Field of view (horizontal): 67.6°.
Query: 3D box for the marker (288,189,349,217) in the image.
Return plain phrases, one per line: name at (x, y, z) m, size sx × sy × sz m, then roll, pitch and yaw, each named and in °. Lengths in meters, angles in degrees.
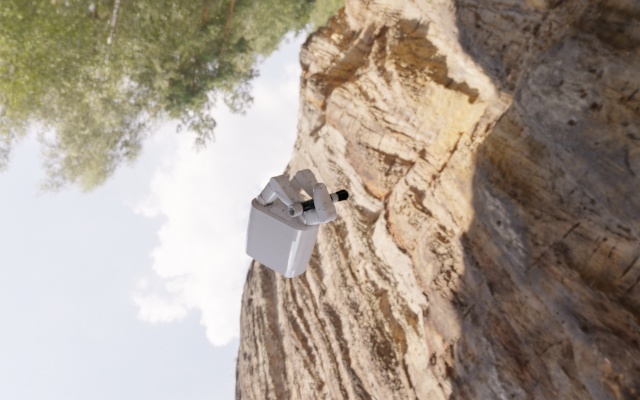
marker at (0.000, 0.002, 0.741) m, size 0.121 × 0.020 × 0.020 m, roll -17°, pitch 12°, yaw -42°
